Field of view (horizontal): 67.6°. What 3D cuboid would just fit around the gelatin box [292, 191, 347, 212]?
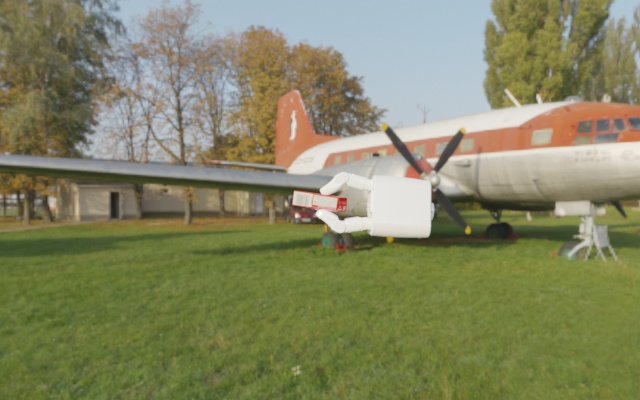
[{"bbox_3d":[0.000,0.002,0.899,0.089,0.030,0.073,9,1,14],"label":"gelatin box"}]
